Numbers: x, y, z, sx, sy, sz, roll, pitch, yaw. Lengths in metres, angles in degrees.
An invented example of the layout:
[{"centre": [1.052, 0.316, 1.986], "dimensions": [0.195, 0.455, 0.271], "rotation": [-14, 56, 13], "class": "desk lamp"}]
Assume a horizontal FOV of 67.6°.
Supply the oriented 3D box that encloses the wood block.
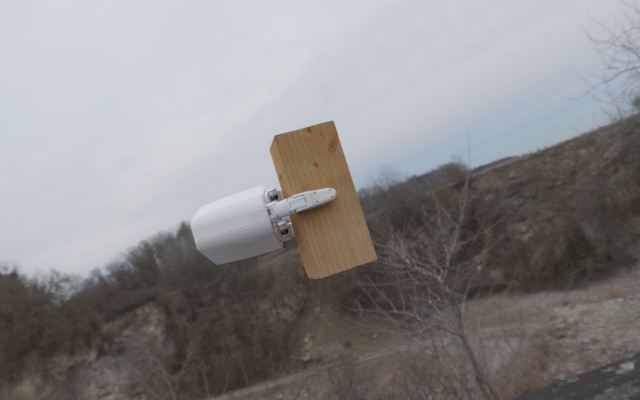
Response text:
[{"centre": [0.000, 0.002, 0.697], "dimensions": [0.090, 0.206, 0.091], "rotation": [-16, -4, -13], "class": "wood block"}]
